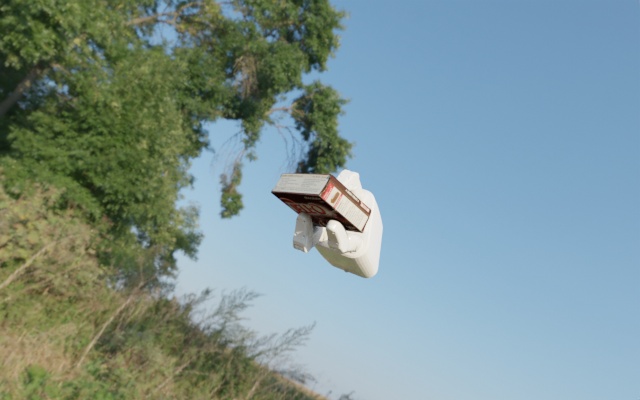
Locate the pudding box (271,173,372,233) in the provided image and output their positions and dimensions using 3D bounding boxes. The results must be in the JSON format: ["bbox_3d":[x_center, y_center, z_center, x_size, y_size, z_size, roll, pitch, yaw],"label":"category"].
[{"bbox_3d":[0.000,0.002,0.643,0.090,0.039,0.113,39,-23,-33],"label":"pudding box"}]
